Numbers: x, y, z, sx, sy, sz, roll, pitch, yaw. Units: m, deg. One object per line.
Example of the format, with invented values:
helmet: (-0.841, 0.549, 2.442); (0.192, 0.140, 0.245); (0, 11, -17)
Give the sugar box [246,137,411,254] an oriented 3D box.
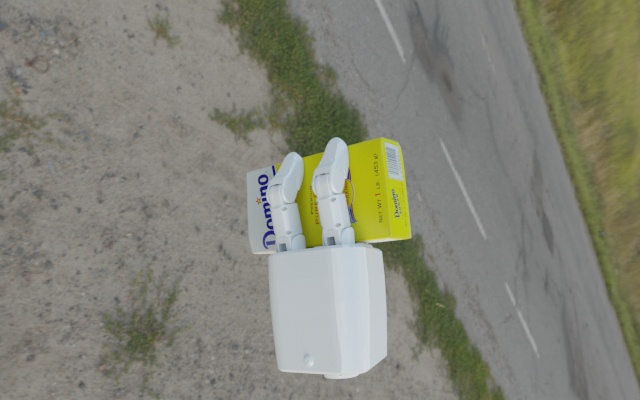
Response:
sugar box: (0.000, 0.002, 0.482); (0.176, 0.093, 0.048); (-11, -11, 35)
